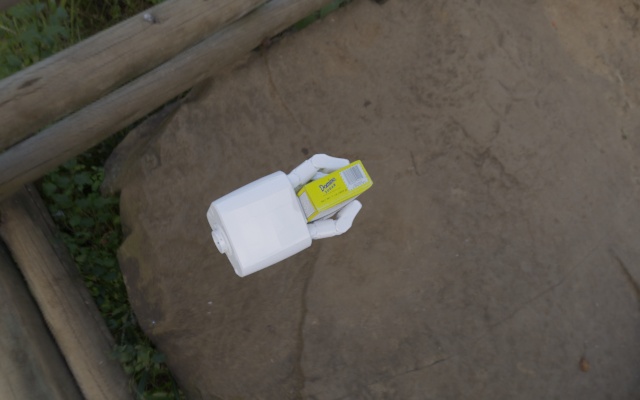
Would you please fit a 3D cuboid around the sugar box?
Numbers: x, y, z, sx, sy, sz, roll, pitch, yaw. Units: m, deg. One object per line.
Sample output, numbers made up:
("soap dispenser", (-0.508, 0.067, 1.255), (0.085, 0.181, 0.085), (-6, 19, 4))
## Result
("sugar box", (0.000, 0.002, 0.706), (0.093, 0.048, 0.176), (-25, -4, -23))
